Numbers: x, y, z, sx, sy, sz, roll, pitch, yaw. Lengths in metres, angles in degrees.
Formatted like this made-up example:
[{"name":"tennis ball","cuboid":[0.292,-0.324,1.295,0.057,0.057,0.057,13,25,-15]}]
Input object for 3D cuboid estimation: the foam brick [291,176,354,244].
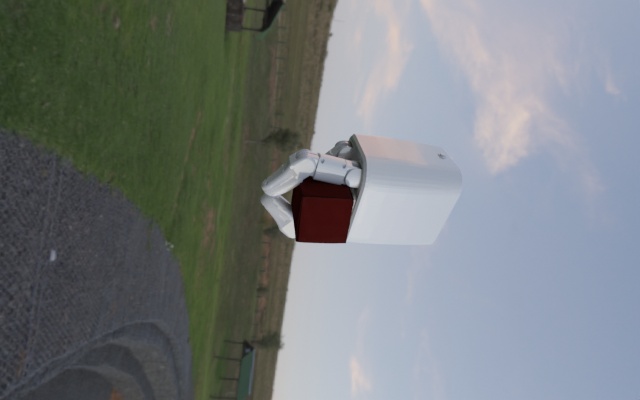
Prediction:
[{"name":"foam brick","cuboid":[0.000,0.002,0.487,0.051,0.053,0.078,4,28,-10]}]
